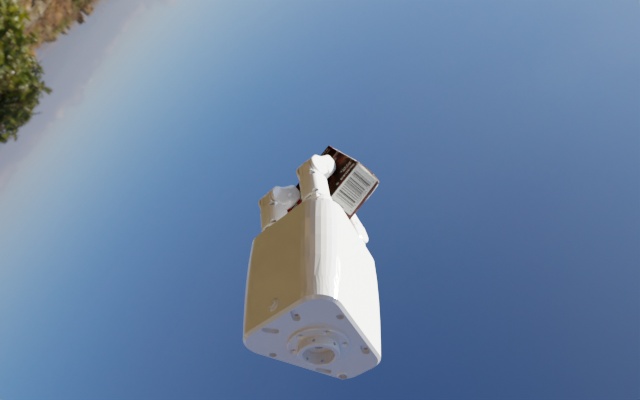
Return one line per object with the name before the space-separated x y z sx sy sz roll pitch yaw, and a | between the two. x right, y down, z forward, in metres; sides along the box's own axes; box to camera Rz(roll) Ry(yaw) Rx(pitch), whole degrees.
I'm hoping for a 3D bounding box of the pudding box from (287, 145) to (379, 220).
pudding box | 0.000 0.002 0.510 0.039 0.113 0.090 40 1 -26
